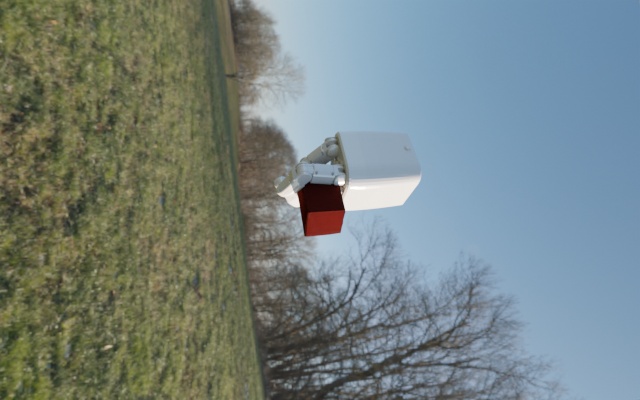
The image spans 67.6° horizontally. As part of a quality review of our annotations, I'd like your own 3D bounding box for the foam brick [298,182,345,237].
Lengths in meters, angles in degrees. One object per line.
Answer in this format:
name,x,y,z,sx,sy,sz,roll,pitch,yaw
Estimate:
foam brick,0.000,0.002,0.651,0.051,0.078,0.053,-2,-40,-11
